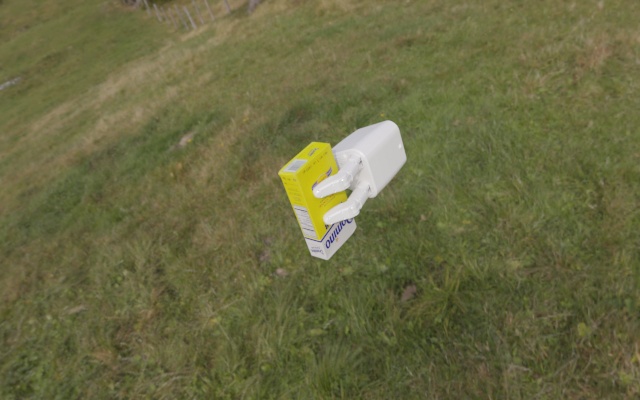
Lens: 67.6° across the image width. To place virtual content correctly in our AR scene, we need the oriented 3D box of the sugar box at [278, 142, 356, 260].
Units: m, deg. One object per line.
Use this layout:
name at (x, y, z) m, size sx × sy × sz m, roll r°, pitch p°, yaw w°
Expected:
sugar box at (0.001, 0.002, 0.791) m, size 0.048 × 0.176 × 0.093 m, roll 10°, pitch 43°, yaw 42°
